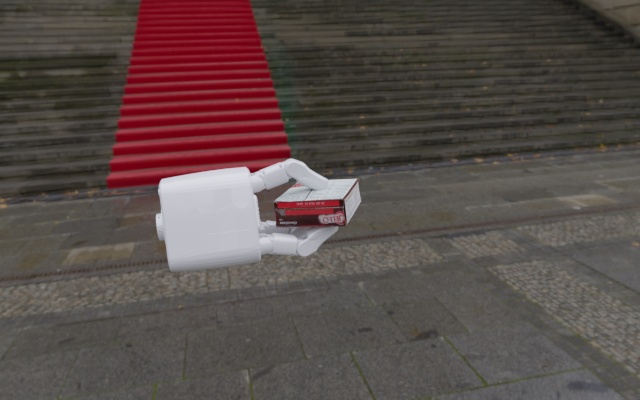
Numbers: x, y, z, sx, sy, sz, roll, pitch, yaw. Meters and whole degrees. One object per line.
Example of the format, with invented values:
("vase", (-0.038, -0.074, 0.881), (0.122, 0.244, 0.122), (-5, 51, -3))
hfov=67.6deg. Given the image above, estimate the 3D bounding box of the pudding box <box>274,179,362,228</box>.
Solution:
("pudding box", (0.000, 0.002, 0.615), (0.090, 0.039, 0.113), (-1, 17, 15))
